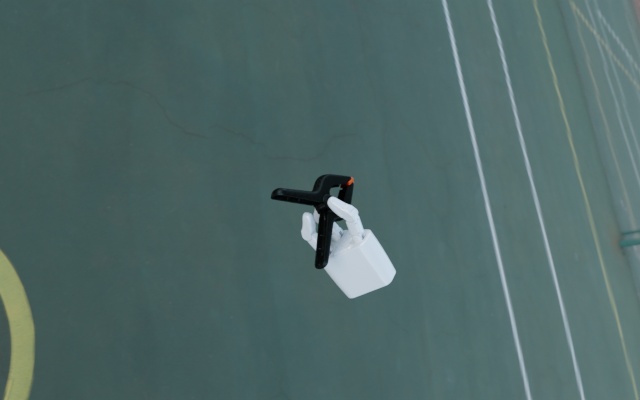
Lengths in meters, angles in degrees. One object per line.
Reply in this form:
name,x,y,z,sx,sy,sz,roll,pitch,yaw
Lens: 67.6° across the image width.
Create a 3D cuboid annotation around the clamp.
clamp,0.001,0.003,0.895,0.036,0.164,0.210,-20,23,41
